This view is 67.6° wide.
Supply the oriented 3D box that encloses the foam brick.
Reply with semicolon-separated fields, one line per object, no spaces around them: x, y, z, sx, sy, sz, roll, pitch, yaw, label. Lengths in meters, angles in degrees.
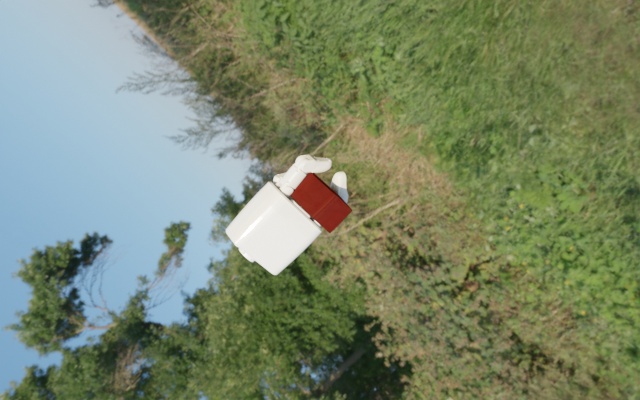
0.000;0.002;0.732;0.078;0.051;0.053;44;-1;44;foam brick
